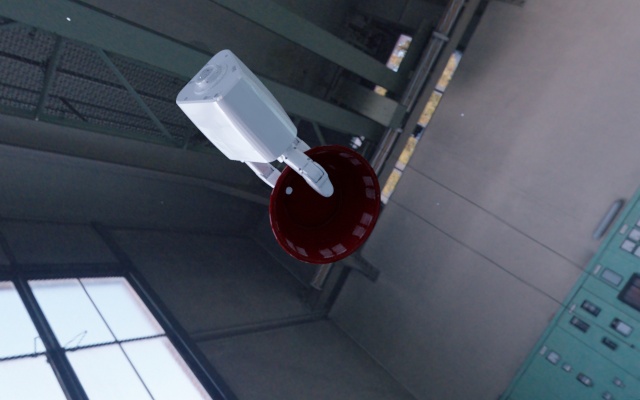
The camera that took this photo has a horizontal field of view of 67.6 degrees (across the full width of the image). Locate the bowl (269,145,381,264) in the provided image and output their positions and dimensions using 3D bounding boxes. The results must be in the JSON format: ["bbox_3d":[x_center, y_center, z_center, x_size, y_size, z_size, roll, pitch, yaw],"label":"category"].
[{"bbox_3d":[0.001,0.003,0.653,0.162,0.162,0.055,0,12,-24],"label":"bowl"}]
